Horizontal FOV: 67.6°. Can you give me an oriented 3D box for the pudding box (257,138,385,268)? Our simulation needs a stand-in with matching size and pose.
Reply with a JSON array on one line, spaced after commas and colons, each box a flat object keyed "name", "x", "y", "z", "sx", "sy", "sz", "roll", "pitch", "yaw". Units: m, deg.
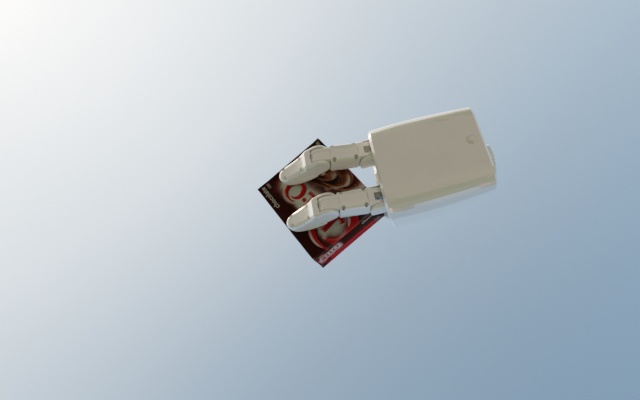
[{"name": "pudding box", "x": 0.000, "y": 0.002, "z": 0.515, "sx": 0.090, "sy": 0.113, "sz": 0.039, "roll": -40, "pitch": -30, "yaw": -3}]
